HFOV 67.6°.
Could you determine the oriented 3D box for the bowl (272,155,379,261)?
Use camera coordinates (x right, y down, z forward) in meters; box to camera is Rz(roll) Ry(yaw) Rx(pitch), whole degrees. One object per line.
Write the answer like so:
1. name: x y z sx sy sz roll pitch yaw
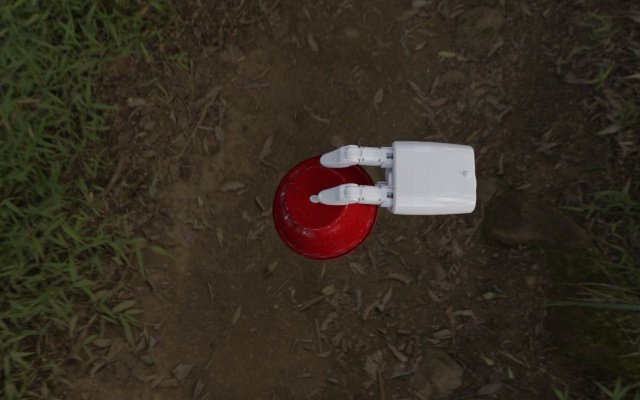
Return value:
1. bowl: -0.001 0.002 0.683 0.162 0.162 0.055 0 -14 13
